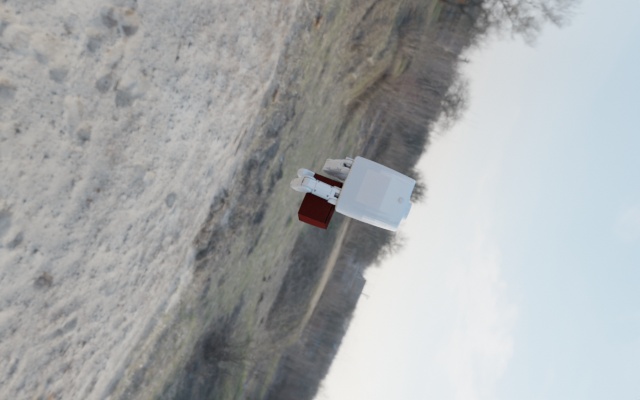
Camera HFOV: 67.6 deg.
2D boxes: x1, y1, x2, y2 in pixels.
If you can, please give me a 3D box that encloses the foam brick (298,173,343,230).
[{"bbox_3d":[0.000,0.003,0.810,0.051,0.078,0.053,22,-13,7],"label":"foam brick"}]
